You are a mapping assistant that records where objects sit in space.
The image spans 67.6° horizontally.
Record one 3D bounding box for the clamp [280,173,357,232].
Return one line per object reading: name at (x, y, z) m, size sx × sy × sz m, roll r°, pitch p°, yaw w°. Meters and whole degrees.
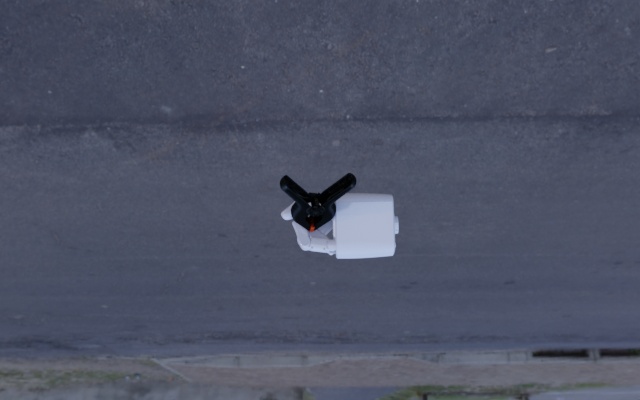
clamp at (0.000, 0.003, 0.808) m, size 0.120 × 0.039 × 0.171 m, roll -1°, pitch -26°, yaw 3°
